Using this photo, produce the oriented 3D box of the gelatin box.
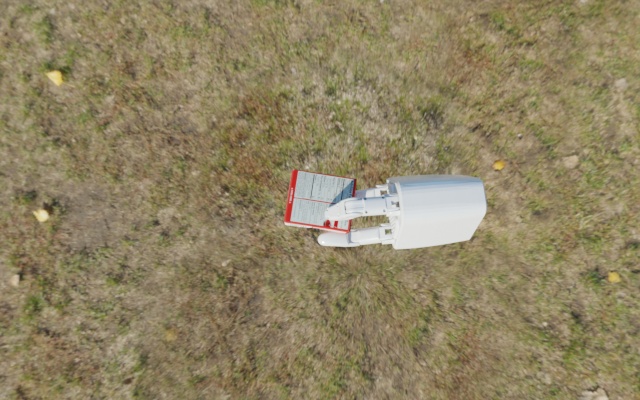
[{"bbox_3d":[0.000,0.002,0.638,0.089,0.073,0.030,9,-10,-3],"label":"gelatin box"}]
